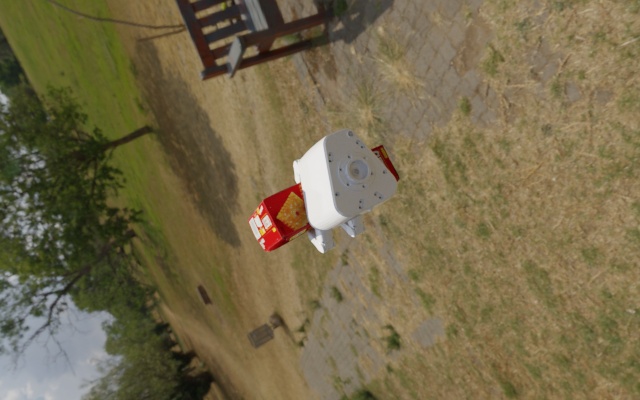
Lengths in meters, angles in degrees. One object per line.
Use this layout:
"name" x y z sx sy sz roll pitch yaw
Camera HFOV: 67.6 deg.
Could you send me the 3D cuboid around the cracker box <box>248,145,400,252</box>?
"cracker box" 0.000 0.002 0.777 0.213 0.072 0.164 -25 -5 -20
